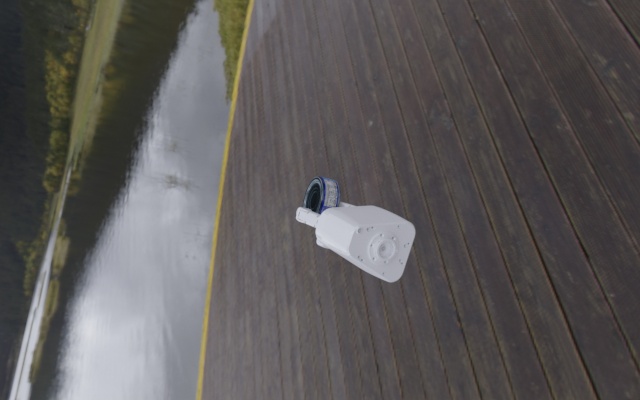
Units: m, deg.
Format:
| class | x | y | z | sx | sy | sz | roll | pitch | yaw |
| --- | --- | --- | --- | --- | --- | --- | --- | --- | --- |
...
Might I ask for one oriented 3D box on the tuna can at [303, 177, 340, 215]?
| class | x | y | z | sx | sy | sz | roll | pitch | yaw |
| --- | --- | --- | --- | --- | --- | --- | --- | --- | --- |
| tuna can | 0.000 | 0.003 | 0.824 | 0.034 | 0.086 | 0.086 | 13 | -5 | -22 |
